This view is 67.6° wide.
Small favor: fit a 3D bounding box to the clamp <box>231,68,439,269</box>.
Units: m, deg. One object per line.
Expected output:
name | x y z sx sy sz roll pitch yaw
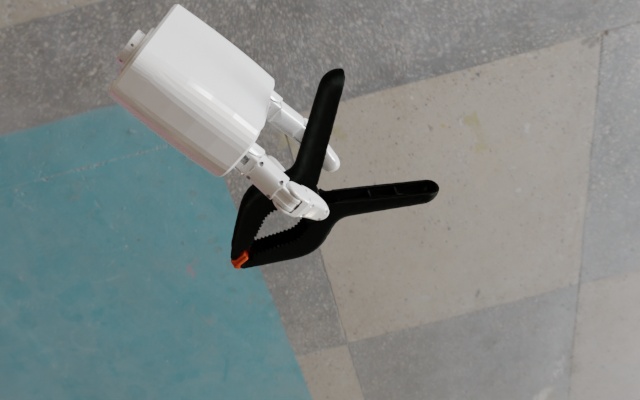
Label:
clamp | 0.000 0.002 0.457 0.164 0.210 0.036 37 20 -26
